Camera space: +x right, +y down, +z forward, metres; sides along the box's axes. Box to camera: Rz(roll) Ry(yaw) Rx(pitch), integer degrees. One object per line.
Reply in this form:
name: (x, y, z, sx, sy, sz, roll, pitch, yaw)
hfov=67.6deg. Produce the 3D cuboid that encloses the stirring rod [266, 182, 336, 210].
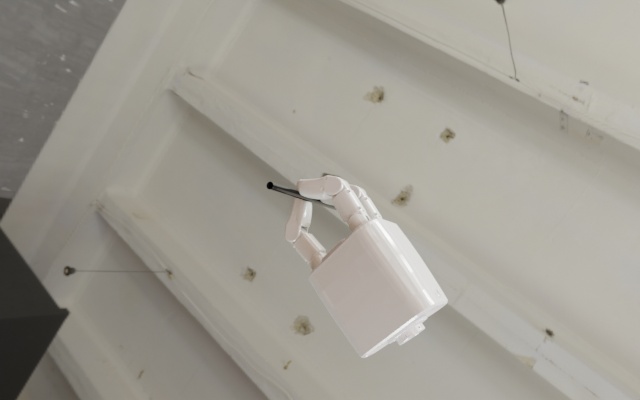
stirring rod: (0.000, 0.002, 0.587, 0.011, 0.011, 0.239, 0, -8, 25)
